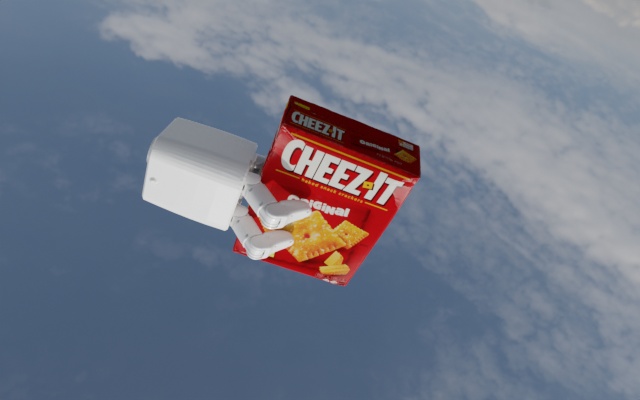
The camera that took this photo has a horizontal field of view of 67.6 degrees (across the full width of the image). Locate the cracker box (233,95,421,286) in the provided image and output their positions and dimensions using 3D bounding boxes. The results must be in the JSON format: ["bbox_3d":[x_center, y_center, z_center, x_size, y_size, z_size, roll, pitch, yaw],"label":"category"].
[{"bbox_3d":[0.000,0.002,0.588,0.164,0.214,0.072,20,41,-10],"label":"cracker box"}]
